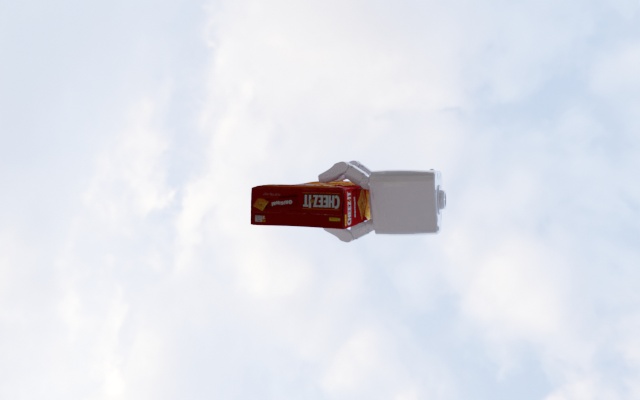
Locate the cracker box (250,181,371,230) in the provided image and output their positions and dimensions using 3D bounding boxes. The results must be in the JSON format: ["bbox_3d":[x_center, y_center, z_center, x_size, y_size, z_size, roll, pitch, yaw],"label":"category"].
[{"bbox_3d":[0.000,0.003,0.837,0.164,0.072,0.213,1,4,22],"label":"cracker box"}]
